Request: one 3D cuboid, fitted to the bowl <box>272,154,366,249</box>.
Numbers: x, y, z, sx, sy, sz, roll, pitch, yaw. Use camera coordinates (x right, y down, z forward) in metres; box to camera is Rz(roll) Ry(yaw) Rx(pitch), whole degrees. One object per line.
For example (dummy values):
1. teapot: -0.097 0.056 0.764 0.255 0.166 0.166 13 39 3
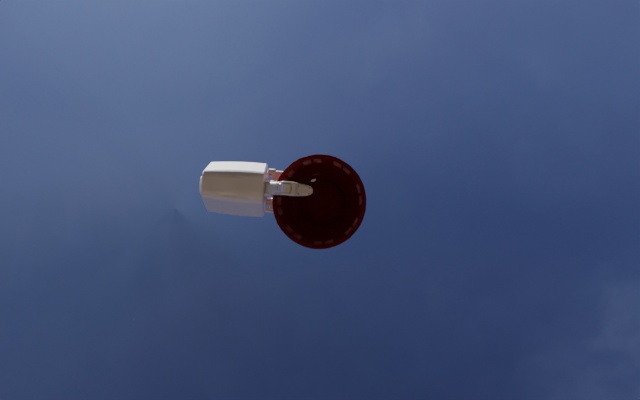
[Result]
1. bowl: 0.001 0.003 0.835 0.162 0.162 0.055 0 -2 7
